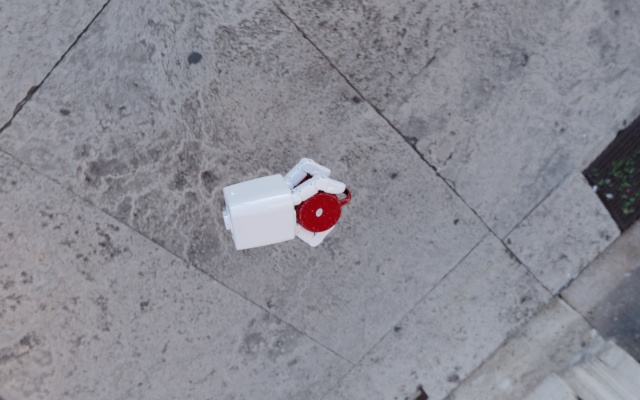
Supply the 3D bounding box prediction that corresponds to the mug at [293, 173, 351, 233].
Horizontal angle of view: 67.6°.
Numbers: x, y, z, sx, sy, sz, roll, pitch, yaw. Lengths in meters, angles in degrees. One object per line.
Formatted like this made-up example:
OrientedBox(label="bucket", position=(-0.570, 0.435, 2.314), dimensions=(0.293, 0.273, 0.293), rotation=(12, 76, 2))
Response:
OrientedBox(label="mug", position=(0.002, 0.003, 0.869), dimensions=(0.117, 0.093, 0.081), rotation=(-13, 30, -12))
